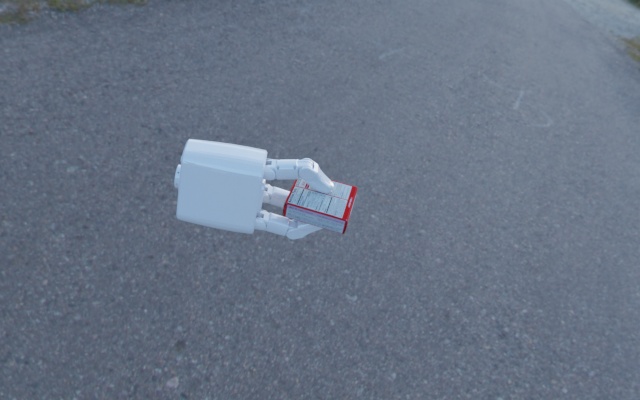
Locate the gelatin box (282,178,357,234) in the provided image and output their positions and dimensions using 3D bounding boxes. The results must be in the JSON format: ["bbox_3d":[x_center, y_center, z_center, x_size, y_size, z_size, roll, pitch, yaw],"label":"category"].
[{"bbox_3d":[0.001,0.002,0.660,0.089,0.030,0.073,15,42,5],"label":"gelatin box"}]
